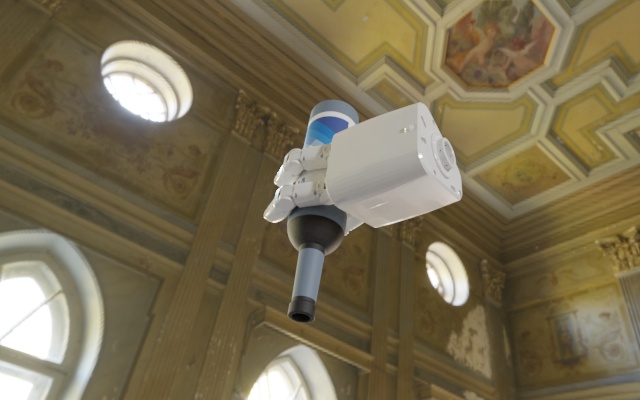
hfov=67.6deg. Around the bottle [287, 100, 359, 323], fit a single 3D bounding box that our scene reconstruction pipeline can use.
[{"bbox_3d":[0.000,0.002,0.563,0.069,0.295,0.069,6,-38,5],"label":"bottle"}]
